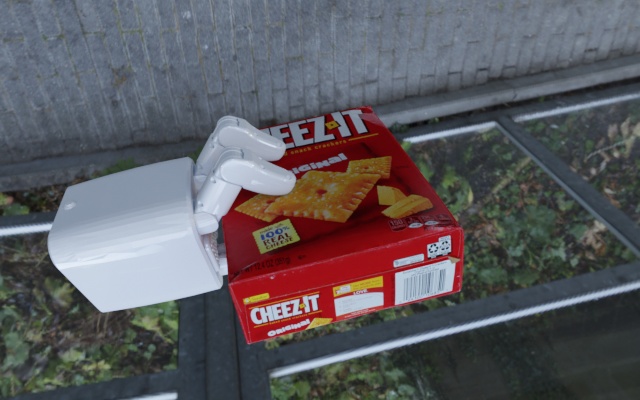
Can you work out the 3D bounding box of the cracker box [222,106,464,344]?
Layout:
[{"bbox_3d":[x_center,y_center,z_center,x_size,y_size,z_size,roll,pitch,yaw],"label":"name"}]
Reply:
[{"bbox_3d":[0.000,0.002,0.410,0.164,0.072,0.213,-12,36,-6],"label":"cracker box"}]
